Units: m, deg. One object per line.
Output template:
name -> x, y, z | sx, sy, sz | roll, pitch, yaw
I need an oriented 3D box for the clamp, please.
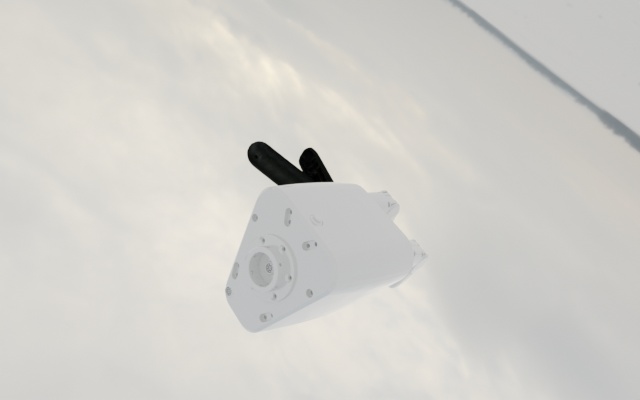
clamp -> 0.000, 0.002, 0.476 | 0.120, 0.039, 0.171 | -1, 45, -53
